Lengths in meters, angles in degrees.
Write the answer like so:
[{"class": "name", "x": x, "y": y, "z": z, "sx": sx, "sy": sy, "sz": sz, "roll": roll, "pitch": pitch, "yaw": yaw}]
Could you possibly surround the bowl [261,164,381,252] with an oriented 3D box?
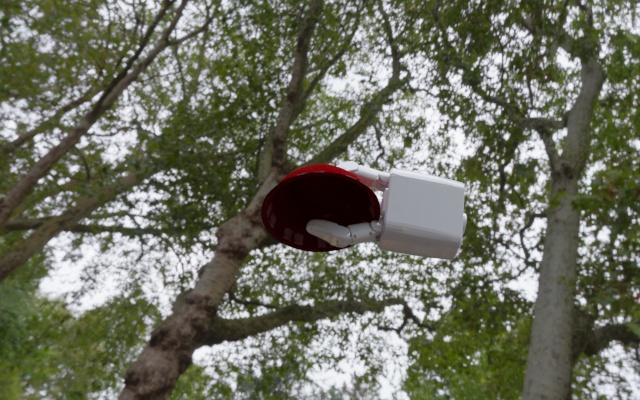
[{"class": "bowl", "x": -0.001, "y": 0.002, "z": 0.660, "sx": 0.162, "sy": 0.055, "sz": 0.162, "roll": -1, "pitch": -43, "yaw": -1}]
